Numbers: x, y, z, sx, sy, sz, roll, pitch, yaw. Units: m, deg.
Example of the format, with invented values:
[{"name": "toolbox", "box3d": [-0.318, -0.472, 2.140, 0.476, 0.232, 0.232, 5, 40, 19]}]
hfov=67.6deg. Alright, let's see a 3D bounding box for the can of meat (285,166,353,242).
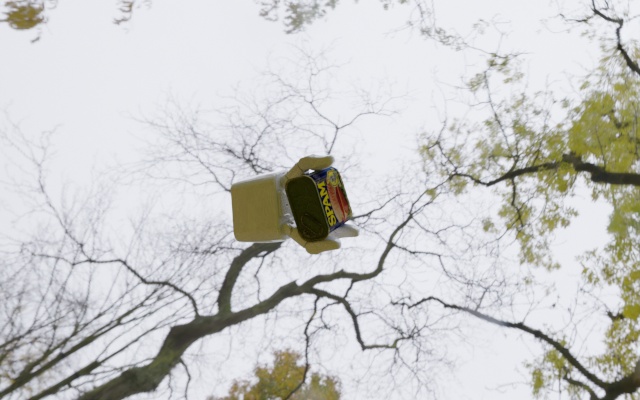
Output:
[{"name": "can of meat", "box3d": [0.000, 0.002, 0.745, 0.057, 0.102, 0.084, -12, 9, 34]}]
